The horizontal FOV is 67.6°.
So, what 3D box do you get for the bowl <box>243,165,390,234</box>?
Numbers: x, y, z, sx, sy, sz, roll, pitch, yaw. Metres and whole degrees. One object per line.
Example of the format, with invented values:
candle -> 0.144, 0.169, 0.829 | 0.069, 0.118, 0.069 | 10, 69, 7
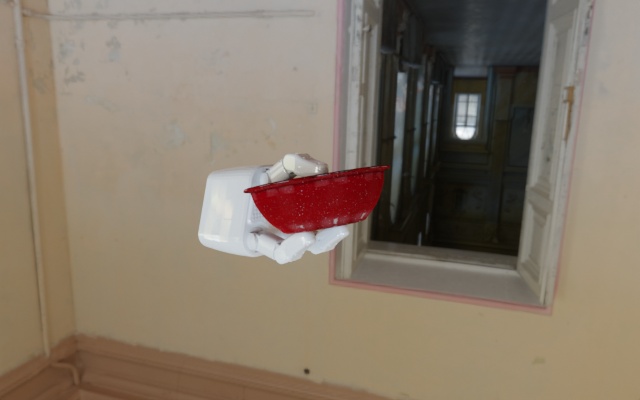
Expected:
bowl -> 0.001, 0.002, 0.522 | 0.162, 0.055, 0.162 | -10, 0, 0
